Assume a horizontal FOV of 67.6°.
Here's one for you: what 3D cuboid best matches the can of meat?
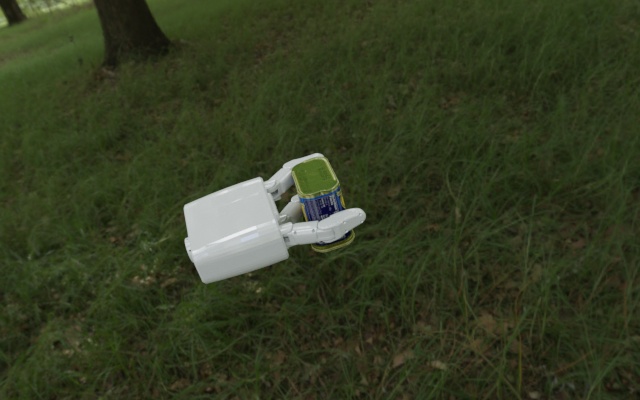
[{"bbox_3d":[0.000,0.002,0.616,0.057,0.084,0.102,-18,30,-3],"label":"can of meat"}]
